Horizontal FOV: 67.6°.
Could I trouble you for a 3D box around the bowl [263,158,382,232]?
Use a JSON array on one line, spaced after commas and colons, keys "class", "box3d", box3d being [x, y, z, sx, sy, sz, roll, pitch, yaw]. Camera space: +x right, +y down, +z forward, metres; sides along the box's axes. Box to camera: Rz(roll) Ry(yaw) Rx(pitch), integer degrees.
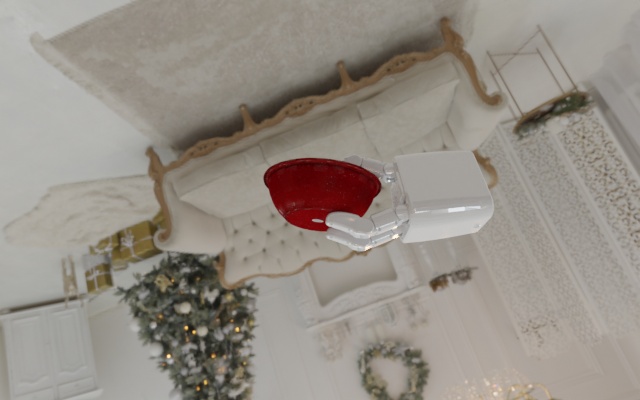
[{"class": "bowl", "box3d": [-0.001, 0.003, 0.642, 0.162, 0.055, 0.162, 5, -21, 2]}]
